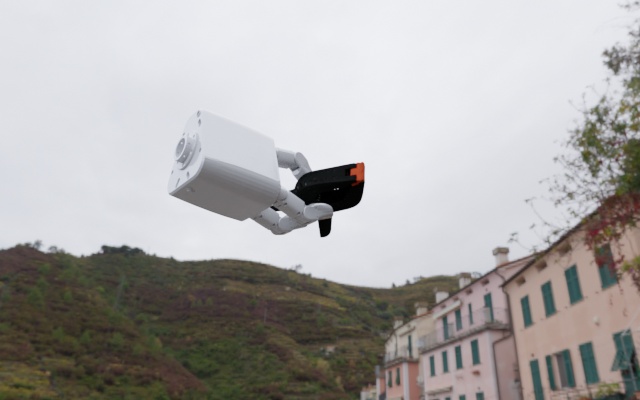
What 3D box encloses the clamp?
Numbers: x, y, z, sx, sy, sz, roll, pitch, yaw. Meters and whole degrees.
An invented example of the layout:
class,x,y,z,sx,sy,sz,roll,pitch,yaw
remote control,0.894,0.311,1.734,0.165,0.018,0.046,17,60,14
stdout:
class,x,y,z,sx,sy,sz,roll,pitch,yaw
clamp,0.000,0.001,0.679,0.164,0.036,0.210,21,-32,-36
